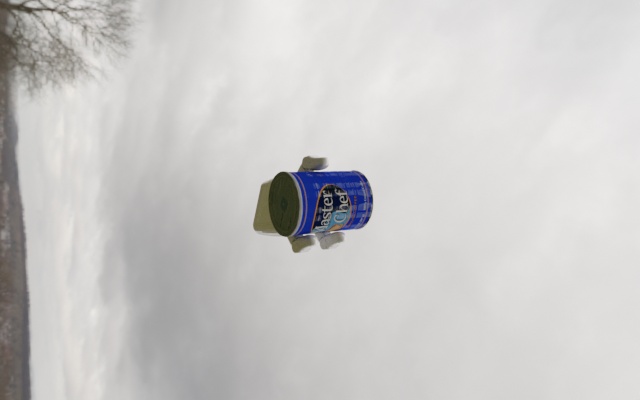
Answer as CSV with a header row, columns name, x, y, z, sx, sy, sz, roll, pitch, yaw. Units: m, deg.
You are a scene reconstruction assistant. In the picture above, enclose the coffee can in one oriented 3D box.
name,x,y,z,sx,sy,sz,roll,pitch,yaw
coffee can,0.000,0.002,0.779,0.140,0.103,0.103,-3,2,-32
